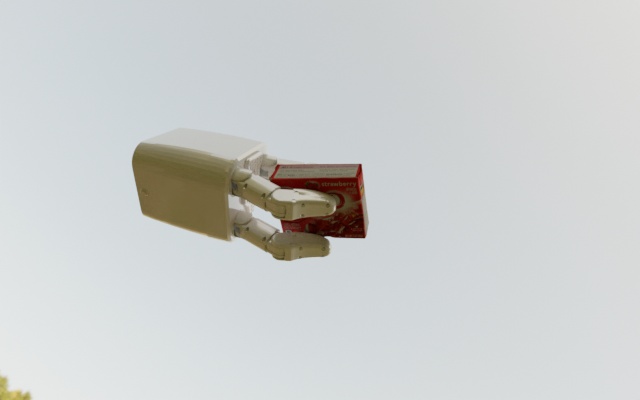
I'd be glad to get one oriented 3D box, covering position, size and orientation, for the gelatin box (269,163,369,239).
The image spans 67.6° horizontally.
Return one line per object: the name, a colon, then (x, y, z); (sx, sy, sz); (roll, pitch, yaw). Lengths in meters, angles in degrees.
gelatin box: (0.001, 0.001, 0.473); (0.089, 0.073, 0.030); (0, 36, 15)
